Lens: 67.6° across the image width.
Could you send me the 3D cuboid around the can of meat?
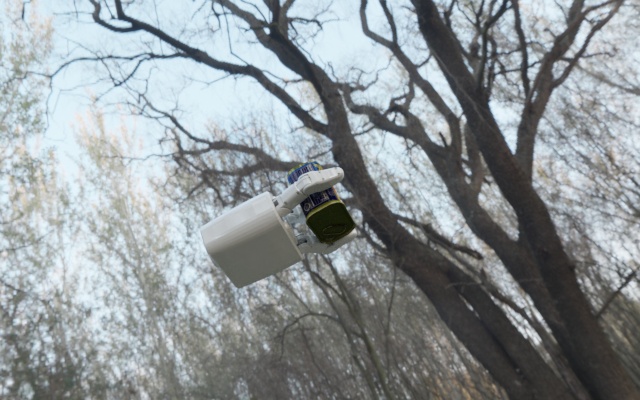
[{"bbox_3d":[0.000,0.002,0.682,0.057,0.084,0.102,-29,-32,3],"label":"can of meat"}]
